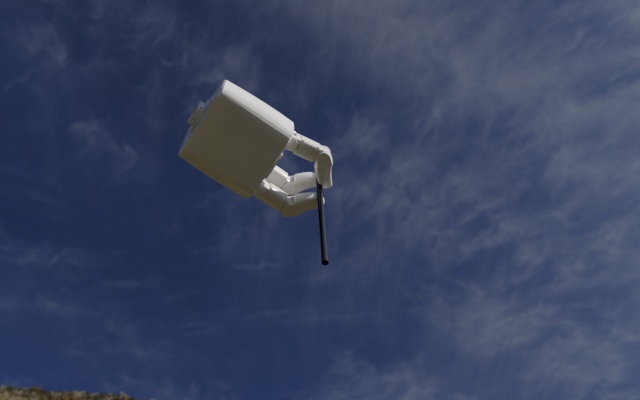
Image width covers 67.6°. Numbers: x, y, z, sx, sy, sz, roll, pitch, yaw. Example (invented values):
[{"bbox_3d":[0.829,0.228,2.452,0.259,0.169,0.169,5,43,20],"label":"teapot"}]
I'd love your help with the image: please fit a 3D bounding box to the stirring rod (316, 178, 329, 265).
[{"bbox_3d":[0.000,0.002,0.629,0.011,0.011,0.239,0,34,-3],"label":"stirring rod"}]
